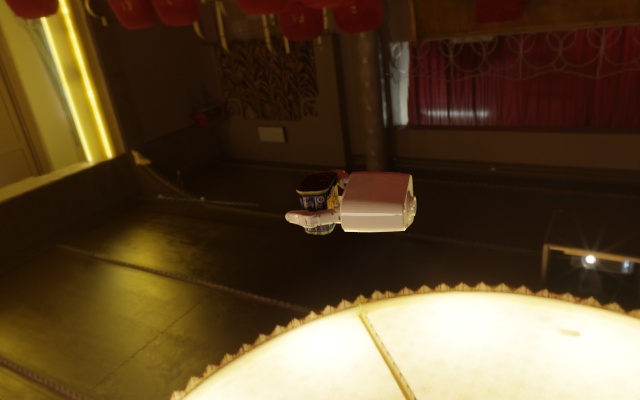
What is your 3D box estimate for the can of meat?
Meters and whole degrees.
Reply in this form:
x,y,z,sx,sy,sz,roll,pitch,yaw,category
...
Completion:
x,y,z,sx,sy,sz,roll,pitch,yaw,category
0.000,0.003,0.860,0.057,0.084,0.102,-1,24,17,can of meat
